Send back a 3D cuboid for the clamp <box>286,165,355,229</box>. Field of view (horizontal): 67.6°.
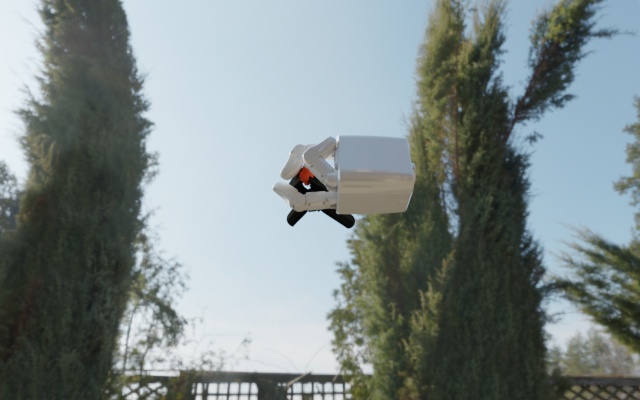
[{"bbox_3d":[0.000,0.002,0.778,0.120,0.039,0.172,1,-27,0],"label":"clamp"}]
